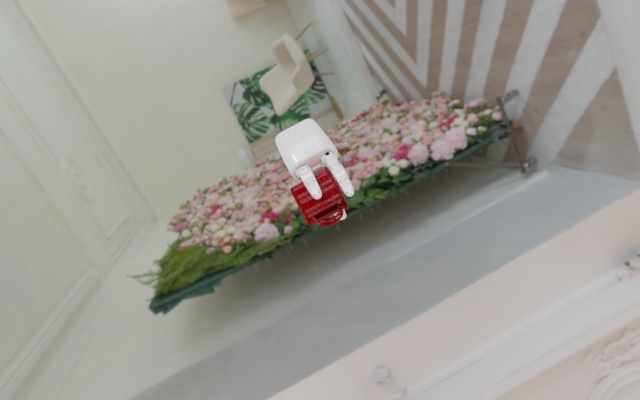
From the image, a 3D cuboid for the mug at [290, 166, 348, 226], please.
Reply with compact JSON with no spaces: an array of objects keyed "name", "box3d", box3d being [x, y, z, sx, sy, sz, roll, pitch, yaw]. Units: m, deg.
[{"name":"mug","box3d":[0.001,0.004,0.890,0.081,0.117,0.093,-28,-40,-3]}]
